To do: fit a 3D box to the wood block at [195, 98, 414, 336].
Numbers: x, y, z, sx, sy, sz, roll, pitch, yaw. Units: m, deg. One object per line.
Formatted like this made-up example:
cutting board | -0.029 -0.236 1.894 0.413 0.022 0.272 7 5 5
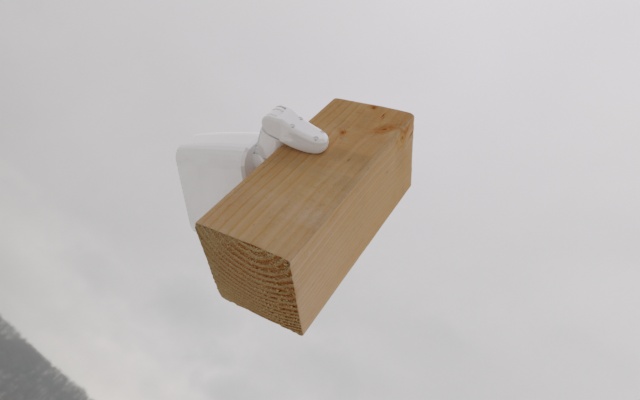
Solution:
wood block | 0.000 0.001 0.426 0.090 0.091 0.206 18 46 27
